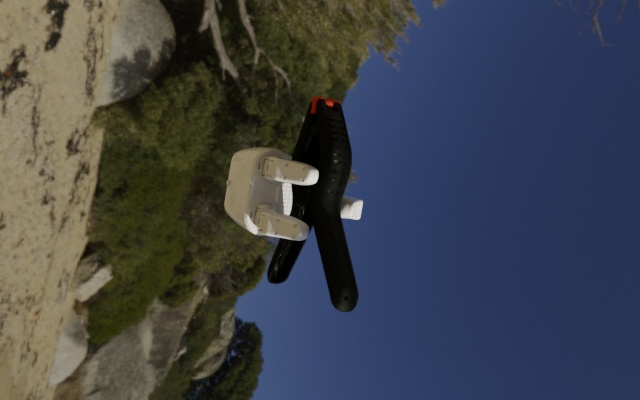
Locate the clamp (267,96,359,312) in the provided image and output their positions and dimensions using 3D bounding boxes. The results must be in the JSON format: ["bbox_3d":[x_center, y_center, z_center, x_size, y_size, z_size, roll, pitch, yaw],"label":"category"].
[{"bbox_3d":[0.001,0.001,0.477,0.036,0.210,0.164,7,4,-30],"label":"clamp"}]
